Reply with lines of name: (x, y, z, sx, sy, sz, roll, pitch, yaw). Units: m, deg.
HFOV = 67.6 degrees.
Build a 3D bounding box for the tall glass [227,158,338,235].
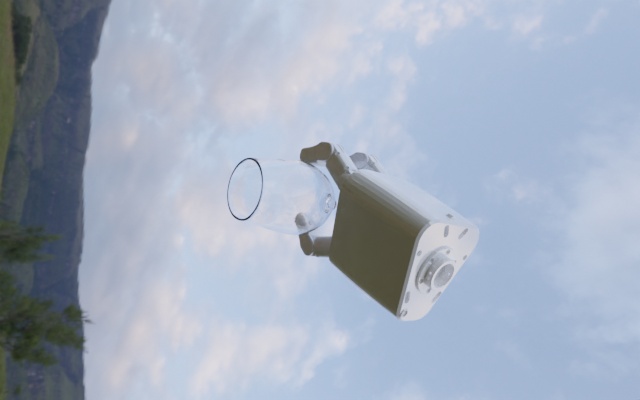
tall glass: (0.000, 0.002, 0.525, 0.201, 0.079, 0.079, 10, -7, -41)
